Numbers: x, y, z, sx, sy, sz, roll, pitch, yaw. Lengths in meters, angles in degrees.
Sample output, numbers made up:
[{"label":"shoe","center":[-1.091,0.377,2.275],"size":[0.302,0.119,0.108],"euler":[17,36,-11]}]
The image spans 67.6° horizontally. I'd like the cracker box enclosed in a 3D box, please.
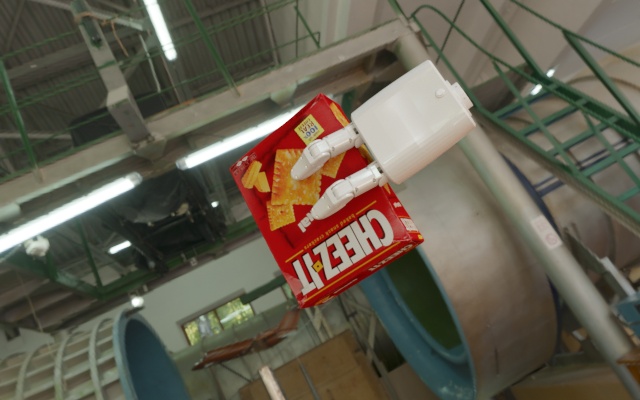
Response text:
[{"label":"cracker box","center":[0.000,0.002,0.600],"size":[0.164,0.213,0.072],"euler":[-35,-18,18]}]
